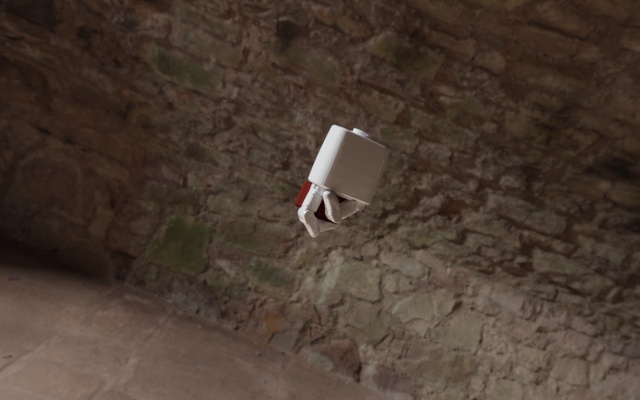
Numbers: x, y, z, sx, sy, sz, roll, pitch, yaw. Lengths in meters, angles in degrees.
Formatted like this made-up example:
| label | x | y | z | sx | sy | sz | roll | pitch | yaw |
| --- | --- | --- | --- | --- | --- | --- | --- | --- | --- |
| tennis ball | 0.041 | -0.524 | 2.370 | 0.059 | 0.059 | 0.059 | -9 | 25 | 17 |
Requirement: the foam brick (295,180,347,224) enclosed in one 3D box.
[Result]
| label | x | y | z | sx | sy | sz | roll | pitch | yaw |
| --- | --- | --- | --- | --- | --- | --- | --- | --- | --- |
| foam brick | 0.000 | 0.003 | 0.873 | 0.053 | 0.051 | 0.078 | 19 | 6 | -37 |
